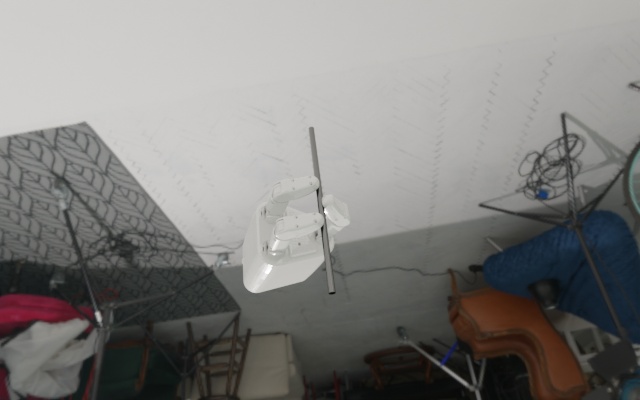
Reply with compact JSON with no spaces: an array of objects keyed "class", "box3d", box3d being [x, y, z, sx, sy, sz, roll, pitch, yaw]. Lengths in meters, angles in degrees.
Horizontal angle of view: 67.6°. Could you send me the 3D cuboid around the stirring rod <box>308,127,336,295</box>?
[{"class":"stirring rod","box3d":[0.000,0.002,0.593,0.011,0.239,0.011,-5,-32,-3]}]
